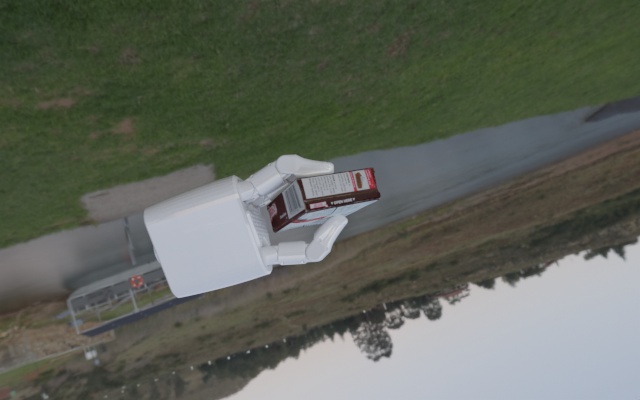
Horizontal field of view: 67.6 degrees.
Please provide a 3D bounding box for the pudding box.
[{"bbox_3d":[0.000,0.002,0.526,0.090,0.039,0.113,-11,-9,-24],"label":"pudding box"}]
